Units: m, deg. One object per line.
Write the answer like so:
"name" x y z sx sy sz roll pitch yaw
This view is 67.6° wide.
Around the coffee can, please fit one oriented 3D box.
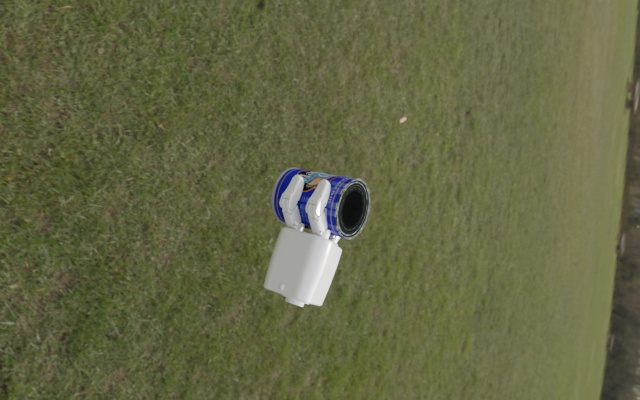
"coffee can" 0.000 0.003 0.826 0.140 0.103 0.103 12 7 35
